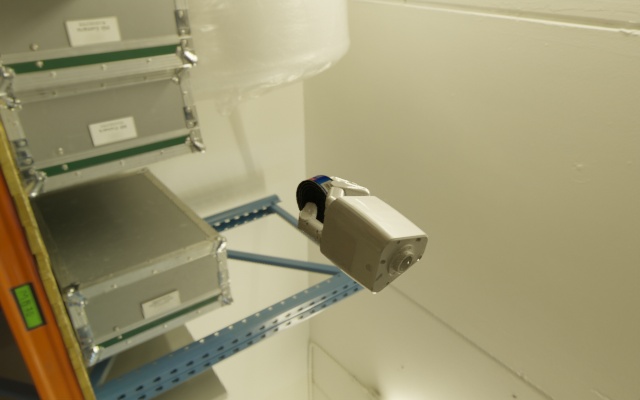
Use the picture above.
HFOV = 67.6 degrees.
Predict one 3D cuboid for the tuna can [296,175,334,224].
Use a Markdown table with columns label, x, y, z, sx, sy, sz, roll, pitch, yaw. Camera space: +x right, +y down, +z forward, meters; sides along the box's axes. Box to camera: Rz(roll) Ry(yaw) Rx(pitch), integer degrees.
| label | x | y | z | sx | sy | sz | roll | pitch | yaw |
| --- | --- | --- | --- | --- | --- | --- | --- | --- | --- |
| tuna can | 0.001 | 0.002 | 0.773 | 0.033 | 0.086 | 0.086 | -24 | 15 | -36 |
